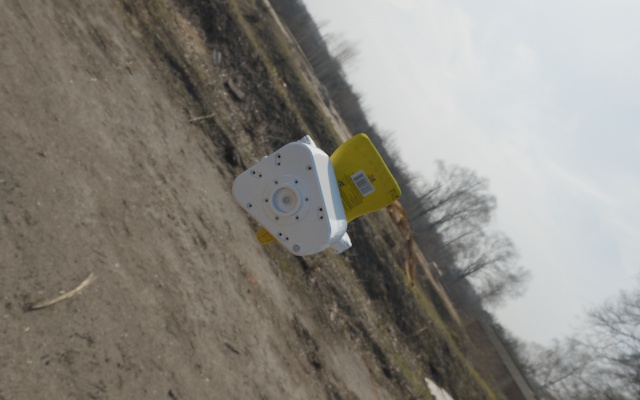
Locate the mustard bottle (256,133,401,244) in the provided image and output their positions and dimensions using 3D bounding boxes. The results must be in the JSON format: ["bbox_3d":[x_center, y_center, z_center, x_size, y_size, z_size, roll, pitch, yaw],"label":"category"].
[{"bbox_3d":[0.000,0.002,0.619,0.191,0.096,0.058,-32,19,8],"label":"mustard bottle"}]
